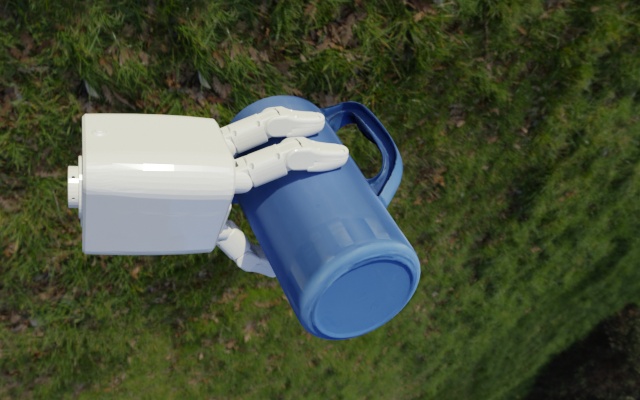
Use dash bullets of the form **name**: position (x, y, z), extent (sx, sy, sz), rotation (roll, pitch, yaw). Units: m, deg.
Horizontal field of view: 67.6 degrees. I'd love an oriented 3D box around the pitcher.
- **pitcher**: position (0.000, 0.002, 0.460), extent (0.145, 0.149, 0.242), rotation (2, 34, -28)
